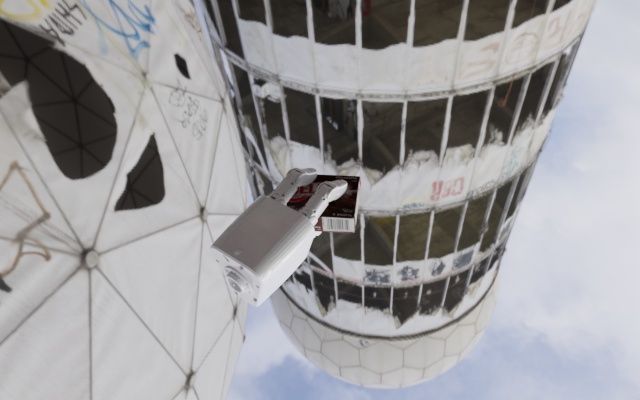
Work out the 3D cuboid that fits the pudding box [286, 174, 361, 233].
[{"bbox_3d":[0.000,0.002,0.711,0.113,0.090,0.039,5,-44,7],"label":"pudding box"}]
